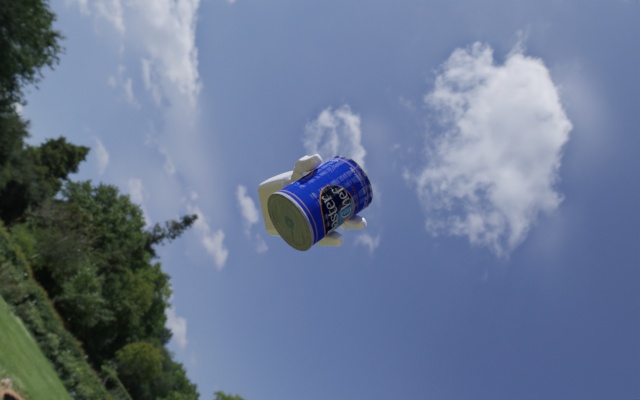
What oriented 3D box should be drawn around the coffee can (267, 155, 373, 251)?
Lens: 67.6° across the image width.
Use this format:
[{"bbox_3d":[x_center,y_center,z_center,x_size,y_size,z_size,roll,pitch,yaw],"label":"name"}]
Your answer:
[{"bbox_3d":[0.000,0.003,0.772,0.140,0.103,0.103,-33,19,-31],"label":"coffee can"}]
